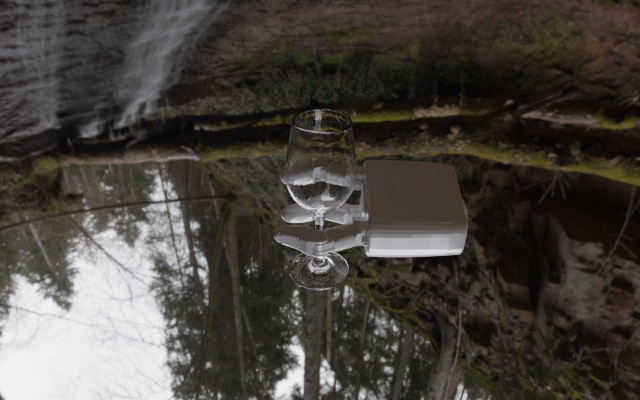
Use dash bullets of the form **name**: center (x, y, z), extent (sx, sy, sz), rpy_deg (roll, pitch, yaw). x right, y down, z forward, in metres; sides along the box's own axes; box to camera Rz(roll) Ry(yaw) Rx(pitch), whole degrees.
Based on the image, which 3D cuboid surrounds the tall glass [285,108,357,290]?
- **tall glass**: center (0.000, 0.002, 0.539), extent (0.079, 0.201, 0.079), rpy_deg (0, 33, 0)
